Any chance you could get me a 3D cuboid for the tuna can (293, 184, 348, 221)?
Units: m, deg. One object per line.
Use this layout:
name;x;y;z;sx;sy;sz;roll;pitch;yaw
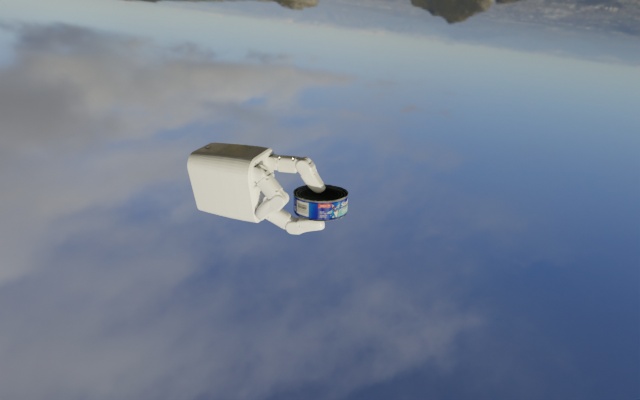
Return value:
tuna can;0.000;0.003;0.744;0.086;0.034;0.086;1;19;0
